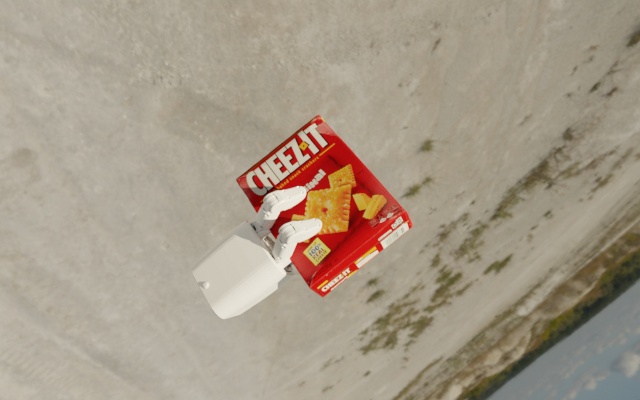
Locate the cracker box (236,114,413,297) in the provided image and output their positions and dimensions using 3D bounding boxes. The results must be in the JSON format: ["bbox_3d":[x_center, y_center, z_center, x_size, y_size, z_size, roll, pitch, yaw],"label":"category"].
[{"bbox_3d":[0.000,0.002,0.688,0.164,0.213,0.072,-38,-28,0],"label":"cracker box"}]
